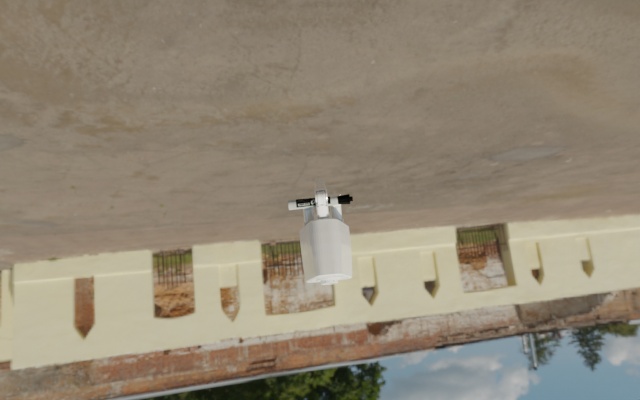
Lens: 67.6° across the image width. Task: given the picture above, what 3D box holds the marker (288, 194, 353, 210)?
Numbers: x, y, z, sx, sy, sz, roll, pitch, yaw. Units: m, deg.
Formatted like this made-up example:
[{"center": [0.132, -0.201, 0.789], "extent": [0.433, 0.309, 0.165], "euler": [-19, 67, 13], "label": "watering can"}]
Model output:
[{"center": [0.000, 0.003, 0.894], "extent": [0.121, 0.020, 0.020], "euler": [-6, 0, 1], "label": "marker"}]
